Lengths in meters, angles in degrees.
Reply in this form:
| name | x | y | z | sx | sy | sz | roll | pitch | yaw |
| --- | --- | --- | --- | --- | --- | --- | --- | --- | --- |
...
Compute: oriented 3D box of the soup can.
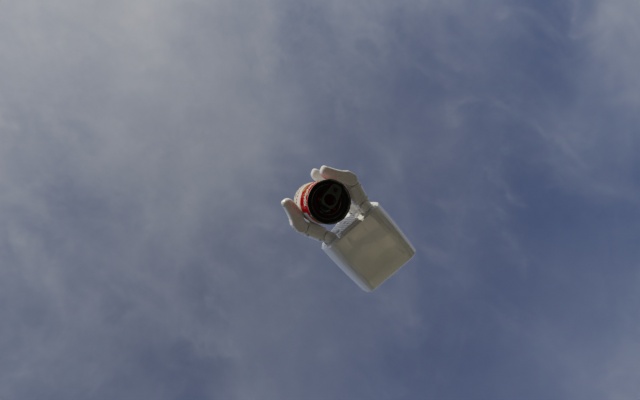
| name | x | y | z | sx | sy | sz | roll | pitch | yaw |
| --- | --- | --- | --- | --- | --- | --- | --- | --- | --- |
| soup can | 0.000 | 0.002 | 0.754 | 0.068 | 0.068 | 0.102 | 0 | -1 | -15 |
